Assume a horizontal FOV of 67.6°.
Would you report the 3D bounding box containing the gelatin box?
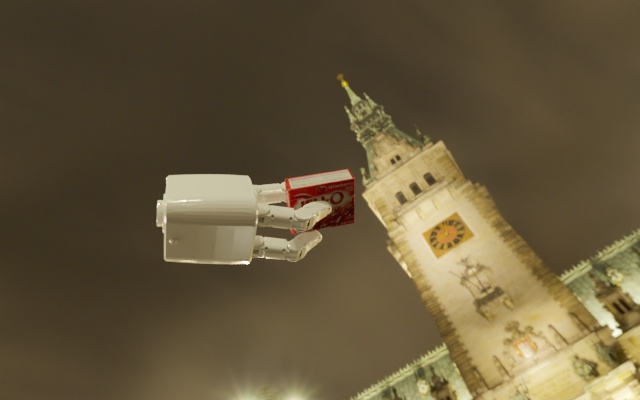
[{"bbox_3d":[0.000,0.002,0.632,0.089,0.073,0.030,-10,36,-10],"label":"gelatin box"}]
